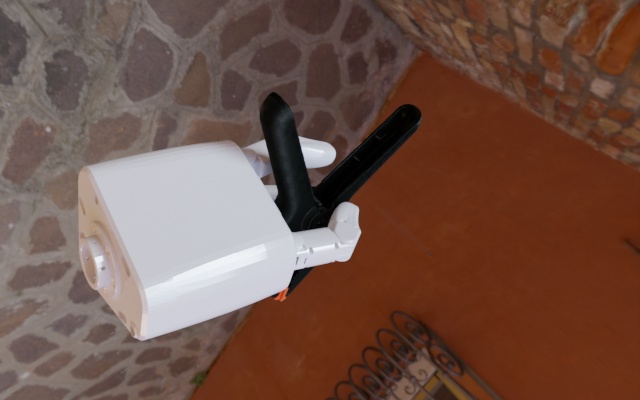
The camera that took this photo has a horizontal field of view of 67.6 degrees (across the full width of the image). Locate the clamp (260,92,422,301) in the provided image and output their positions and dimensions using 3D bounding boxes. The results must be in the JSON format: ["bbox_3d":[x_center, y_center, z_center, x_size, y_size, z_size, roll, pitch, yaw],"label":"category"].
[{"bbox_3d":[0.000,0.002,0.410,0.164,0.210,0.036,-13,46,-38],"label":"clamp"}]
